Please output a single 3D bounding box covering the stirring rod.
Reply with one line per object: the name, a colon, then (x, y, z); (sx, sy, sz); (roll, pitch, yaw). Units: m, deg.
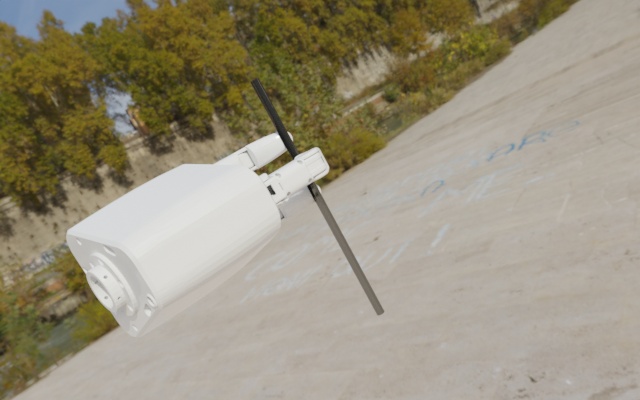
stirring rod: (0.000, 0.002, 0.428); (0.011, 0.239, 0.011); (-28, 10, 5)
